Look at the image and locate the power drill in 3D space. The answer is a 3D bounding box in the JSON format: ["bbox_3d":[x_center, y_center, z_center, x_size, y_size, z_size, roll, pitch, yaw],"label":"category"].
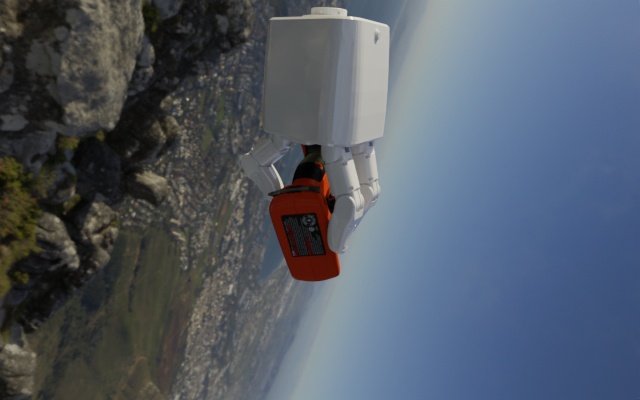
[{"bbox_3d":[0.000,0.002,0.541,0.057,0.184,0.187,-8,32,13],"label":"power drill"}]
